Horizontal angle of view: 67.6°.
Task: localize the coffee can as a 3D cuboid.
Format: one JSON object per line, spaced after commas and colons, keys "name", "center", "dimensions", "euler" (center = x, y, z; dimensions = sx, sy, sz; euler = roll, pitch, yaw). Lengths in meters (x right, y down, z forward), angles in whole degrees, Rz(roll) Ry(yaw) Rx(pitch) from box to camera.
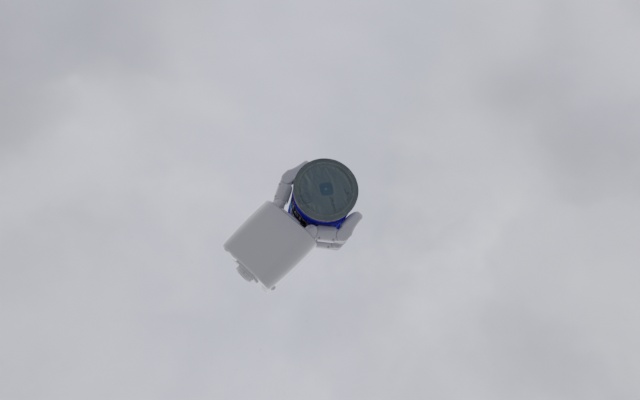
{"name": "coffee can", "center": [0.000, 0.002, 0.803], "dimensions": [0.103, 0.102, 0.140], "euler": [0, -17, -7]}
